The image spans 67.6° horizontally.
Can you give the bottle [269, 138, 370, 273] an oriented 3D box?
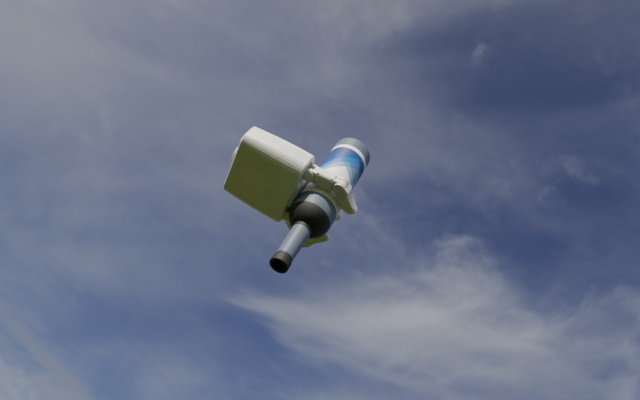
[{"bbox_3d":[0.000,0.002,0.735,0.069,0.069,0.295,0,35,27],"label":"bottle"}]
